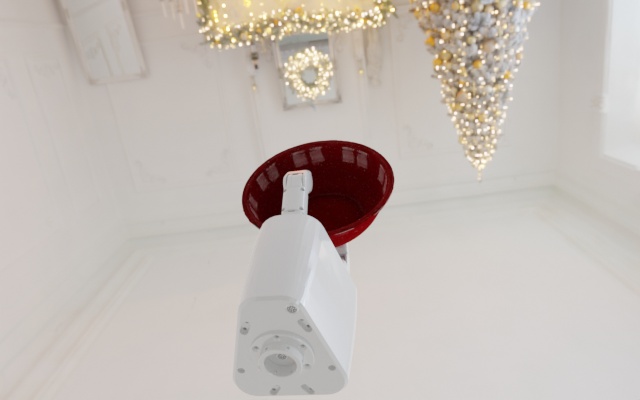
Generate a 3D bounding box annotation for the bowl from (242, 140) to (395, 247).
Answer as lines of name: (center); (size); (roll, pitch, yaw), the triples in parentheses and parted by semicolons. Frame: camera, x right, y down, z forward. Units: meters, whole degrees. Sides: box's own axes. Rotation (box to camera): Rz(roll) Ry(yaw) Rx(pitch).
bowl: (0.001, 0.001, 0.517); (0.162, 0.055, 0.162); (-7, 41, 6)
